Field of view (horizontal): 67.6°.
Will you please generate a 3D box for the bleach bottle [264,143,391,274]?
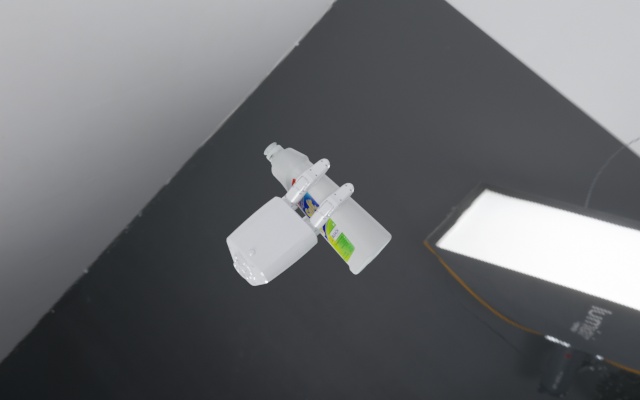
[{"bbox_3d":[0.000,0.003,0.791,0.068,0.251,0.103,-39,-13,-26],"label":"bleach bottle"}]
